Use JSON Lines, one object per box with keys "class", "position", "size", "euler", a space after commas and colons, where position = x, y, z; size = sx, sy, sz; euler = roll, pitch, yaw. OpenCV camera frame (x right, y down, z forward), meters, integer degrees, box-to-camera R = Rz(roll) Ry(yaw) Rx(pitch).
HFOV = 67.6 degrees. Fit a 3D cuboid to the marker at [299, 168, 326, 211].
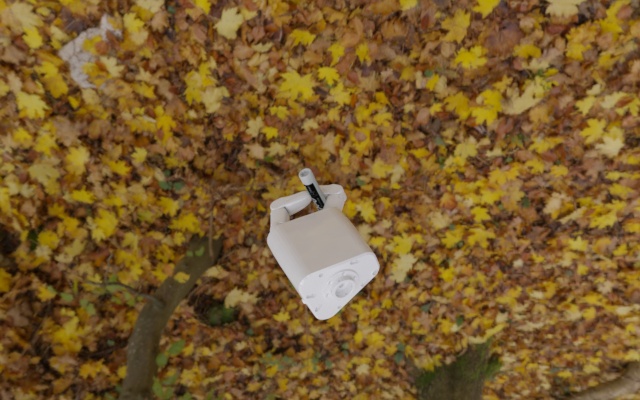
{"class": "marker", "position": [0.000, 0.002, 0.697], "size": [0.020, 0.020, 0.121], "euler": [0, -42, 29]}
